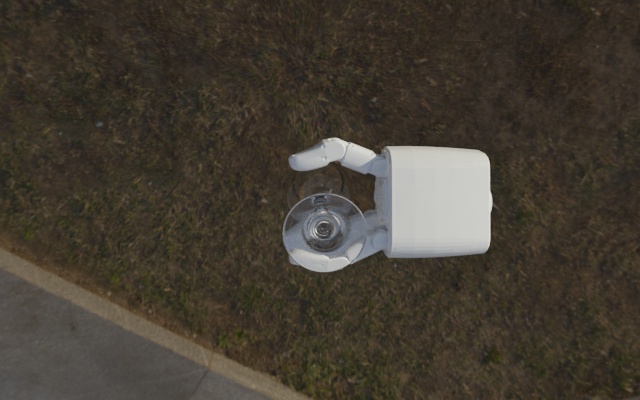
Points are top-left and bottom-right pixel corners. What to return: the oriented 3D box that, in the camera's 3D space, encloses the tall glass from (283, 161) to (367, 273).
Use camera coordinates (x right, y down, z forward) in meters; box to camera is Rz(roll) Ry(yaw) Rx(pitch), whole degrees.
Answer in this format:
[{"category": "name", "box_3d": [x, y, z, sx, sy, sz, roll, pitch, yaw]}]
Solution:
[{"category": "tall glass", "box_3d": [0.000, 0.002, 0.513, 0.079, 0.079, 0.201, 0, 16, -3]}]
